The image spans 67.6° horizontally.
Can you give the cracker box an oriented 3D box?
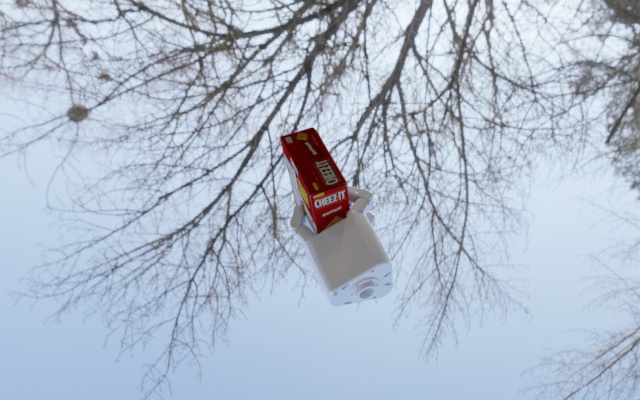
[{"bbox_3d":[0.000,0.003,0.854,0.072,0.214,0.164,-19,47,-9],"label":"cracker box"}]
